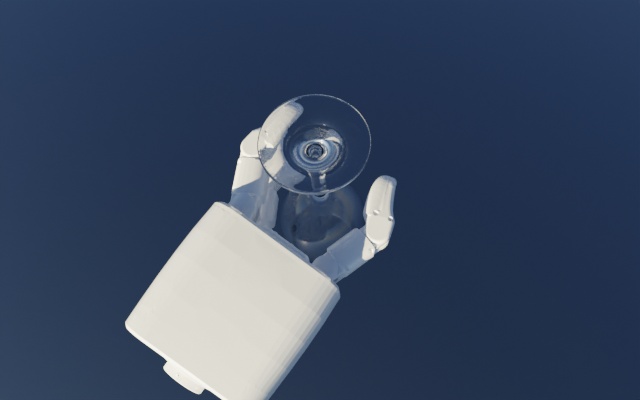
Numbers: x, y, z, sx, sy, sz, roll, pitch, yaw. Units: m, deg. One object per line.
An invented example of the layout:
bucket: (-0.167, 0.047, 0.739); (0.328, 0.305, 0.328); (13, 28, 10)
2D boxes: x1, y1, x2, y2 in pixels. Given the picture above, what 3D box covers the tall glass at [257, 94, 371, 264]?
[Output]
tall glass: (0.000, 0.001, 0.400); (0.079, 0.079, 0.201); (0, -23, 3)
